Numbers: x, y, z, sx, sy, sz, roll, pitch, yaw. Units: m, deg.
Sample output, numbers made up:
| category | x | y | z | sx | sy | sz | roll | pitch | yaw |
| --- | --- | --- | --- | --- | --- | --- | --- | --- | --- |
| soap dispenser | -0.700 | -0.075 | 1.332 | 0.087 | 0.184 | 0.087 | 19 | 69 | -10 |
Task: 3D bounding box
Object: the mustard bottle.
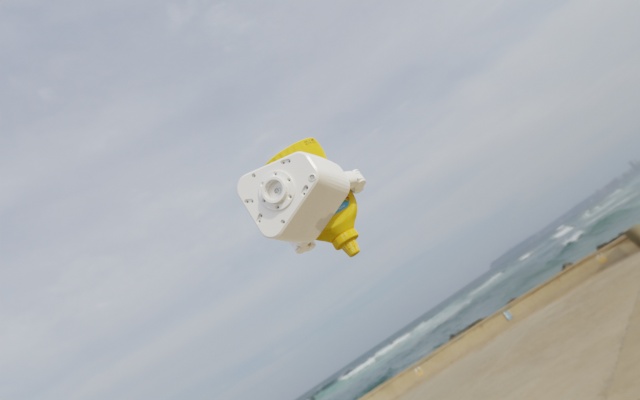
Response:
| category | x | y | z | sx | sy | sz | roll | pitch | yaw |
| --- | --- | --- | --- | --- | --- | --- | --- | --- | --- |
| mustard bottle | 0.000 | 0.002 | 0.725 | 0.096 | 0.191 | 0.058 | -31 | -17 | -8 |
